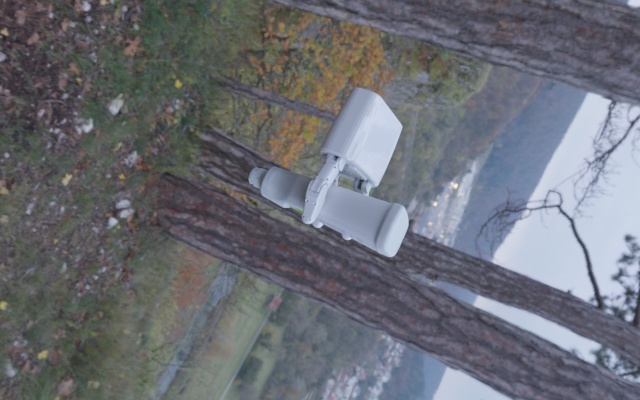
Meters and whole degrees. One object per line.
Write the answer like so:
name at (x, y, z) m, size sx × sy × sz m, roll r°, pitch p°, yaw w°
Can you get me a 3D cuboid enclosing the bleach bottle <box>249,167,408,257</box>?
bleach bottle at (0.000, 0.002, 0.703) m, size 0.251 × 0.068 × 0.103 m, roll 22°, pitch -10°, yaw 21°
